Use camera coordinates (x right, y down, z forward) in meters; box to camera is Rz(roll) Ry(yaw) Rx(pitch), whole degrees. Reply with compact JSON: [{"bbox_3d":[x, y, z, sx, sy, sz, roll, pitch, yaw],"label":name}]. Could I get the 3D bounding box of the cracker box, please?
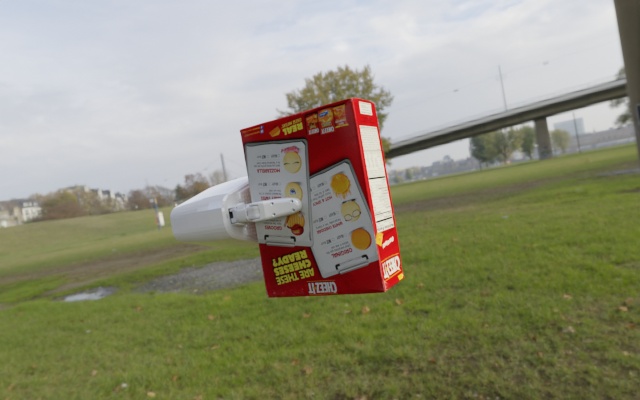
[{"bbox_3d":[0.000,0.002,0.575,0.164,0.213,0.072,-9,1,32],"label":"cracker box"}]
